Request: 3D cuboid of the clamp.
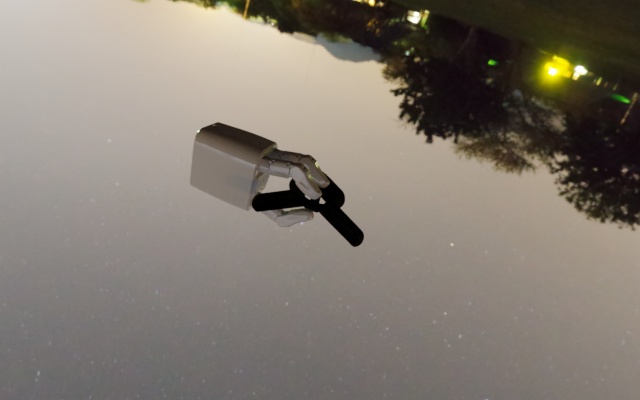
[{"bbox_3d":[0.000,0.003,0.747,0.164,0.036,0.210,23,21,5],"label":"clamp"}]
